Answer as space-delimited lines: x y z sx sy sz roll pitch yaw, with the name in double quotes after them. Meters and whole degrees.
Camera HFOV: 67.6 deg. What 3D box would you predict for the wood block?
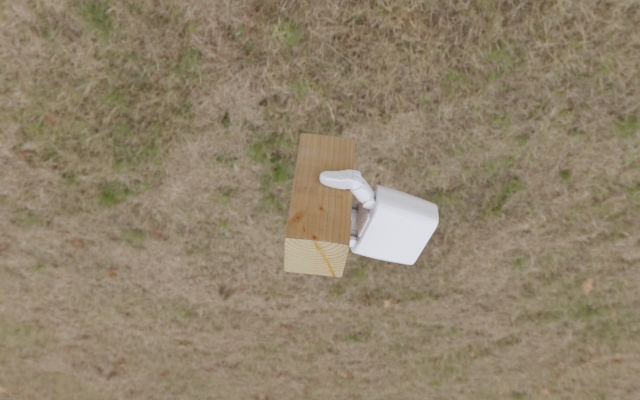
0.001 0.002 0.738 0.090 0.206 0.091 7 -39 -1 "wood block"
